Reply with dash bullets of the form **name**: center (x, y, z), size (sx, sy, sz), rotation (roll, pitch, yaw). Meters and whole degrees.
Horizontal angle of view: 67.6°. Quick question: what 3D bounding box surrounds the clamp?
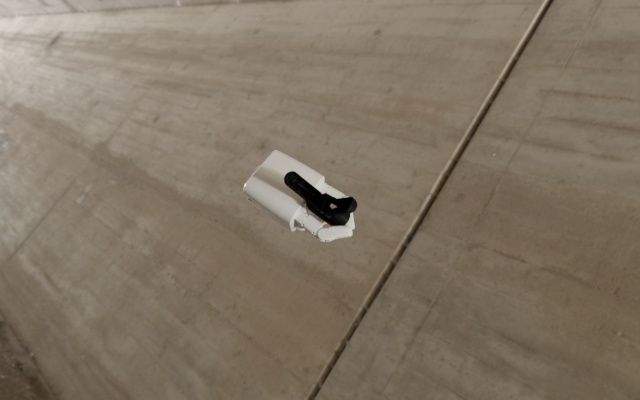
- **clamp**: center (0.001, 0.002, 0.781), size (0.120, 0.039, 0.171), rotation (32, -13, 8)
